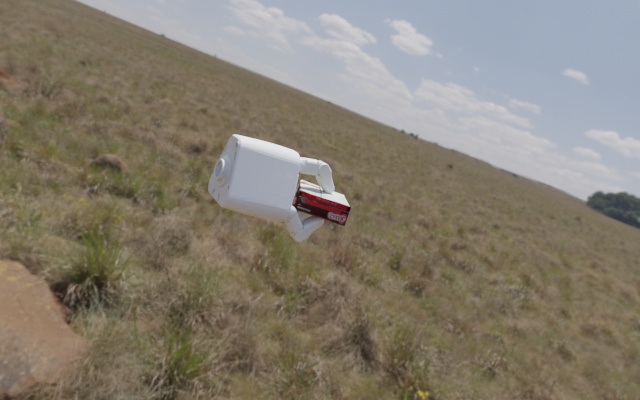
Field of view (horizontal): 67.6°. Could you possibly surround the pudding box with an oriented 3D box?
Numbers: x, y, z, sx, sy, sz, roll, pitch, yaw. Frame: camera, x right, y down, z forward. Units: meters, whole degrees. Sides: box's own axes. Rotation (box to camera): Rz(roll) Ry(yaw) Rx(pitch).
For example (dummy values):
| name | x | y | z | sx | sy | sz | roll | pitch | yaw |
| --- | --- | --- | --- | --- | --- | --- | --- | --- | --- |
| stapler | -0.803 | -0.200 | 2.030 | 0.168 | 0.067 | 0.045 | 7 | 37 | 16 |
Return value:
| name | x | y | z | sx | sy | sz | roll | pitch | yaw |
| --- | --- | --- | --- | --- | --- | --- | --- | --- | --- |
| pudding box | 0.000 | 0.002 | 0.811 | 0.090 | 0.039 | 0.113 | 20 | 11 | -6 |
